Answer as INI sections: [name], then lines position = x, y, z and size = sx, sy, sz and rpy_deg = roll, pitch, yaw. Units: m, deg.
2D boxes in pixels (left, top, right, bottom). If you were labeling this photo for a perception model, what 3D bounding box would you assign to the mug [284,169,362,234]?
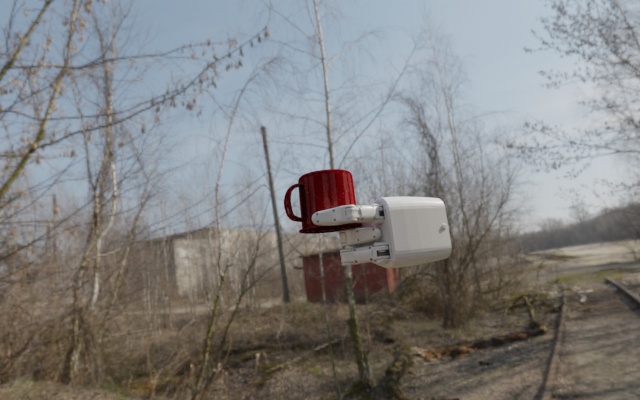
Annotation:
[mug]
position = -0.001, 0.002, 0.694
size = 0.117, 0.081, 0.093
rpy_deg = -1, -11, -29
